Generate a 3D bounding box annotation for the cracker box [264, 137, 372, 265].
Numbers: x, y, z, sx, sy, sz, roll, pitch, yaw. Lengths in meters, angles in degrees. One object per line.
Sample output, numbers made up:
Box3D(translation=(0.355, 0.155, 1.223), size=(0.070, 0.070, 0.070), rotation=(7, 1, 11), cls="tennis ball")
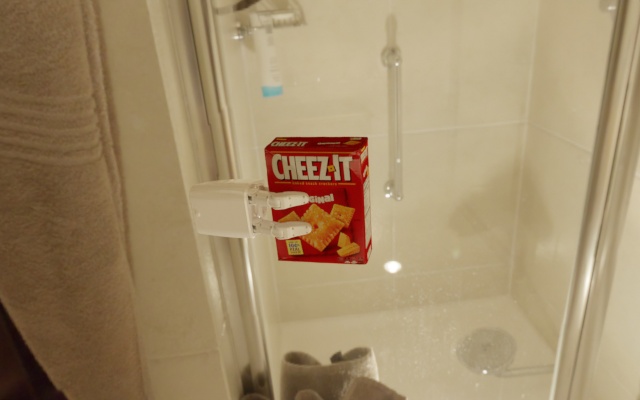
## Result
Box3D(translation=(0.000, 0.003, 0.817), size=(0.164, 0.214, 0.072), rotation=(2, 25, 14), cls="cracker box")
